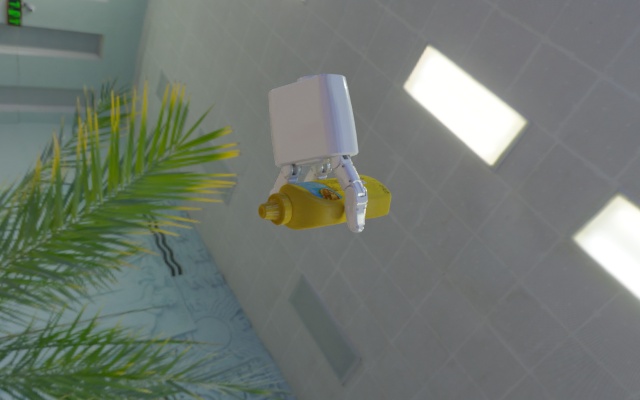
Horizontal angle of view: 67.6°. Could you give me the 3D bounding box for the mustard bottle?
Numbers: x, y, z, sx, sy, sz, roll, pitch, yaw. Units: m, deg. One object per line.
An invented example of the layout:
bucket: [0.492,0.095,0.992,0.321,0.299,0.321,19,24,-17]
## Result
mustard bottle: [0.000,0.002,0.650,0.191,0.058,0.096,-8,24,-40]
